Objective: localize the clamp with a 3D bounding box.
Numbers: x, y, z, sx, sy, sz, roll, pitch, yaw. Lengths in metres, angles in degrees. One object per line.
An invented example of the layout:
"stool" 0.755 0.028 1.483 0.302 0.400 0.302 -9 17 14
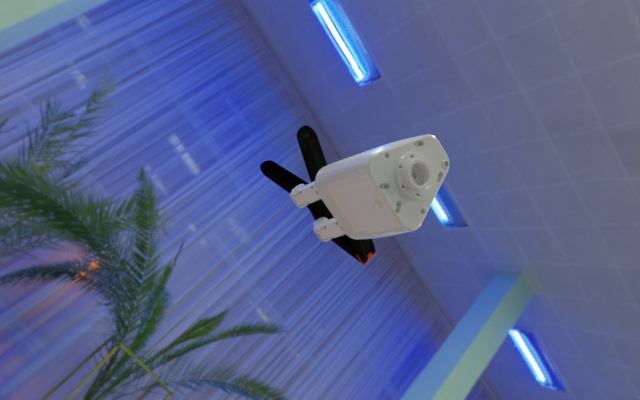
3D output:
"clamp" 0.001 0.002 0.673 0.036 0.210 0.164 -42 14 -26
